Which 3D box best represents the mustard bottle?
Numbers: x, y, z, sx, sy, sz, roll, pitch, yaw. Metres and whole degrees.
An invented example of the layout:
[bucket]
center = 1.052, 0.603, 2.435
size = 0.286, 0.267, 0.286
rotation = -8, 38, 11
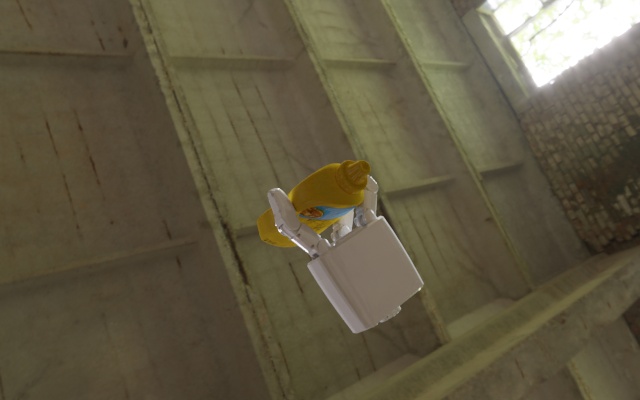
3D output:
[mustard bottle]
center = 0.000, 0.002, 0.624
size = 0.096, 0.058, 0.192
rotation = 1, -26, -36
